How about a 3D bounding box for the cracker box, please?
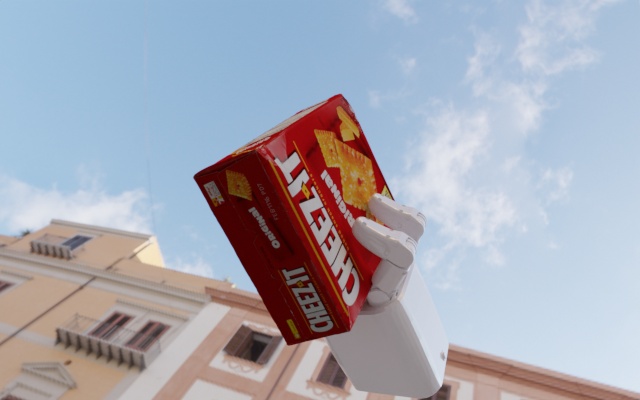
[{"bbox_3d":[0.000,0.001,0.456,0.072,0.164,0.213,-20,14,27],"label":"cracker box"}]
